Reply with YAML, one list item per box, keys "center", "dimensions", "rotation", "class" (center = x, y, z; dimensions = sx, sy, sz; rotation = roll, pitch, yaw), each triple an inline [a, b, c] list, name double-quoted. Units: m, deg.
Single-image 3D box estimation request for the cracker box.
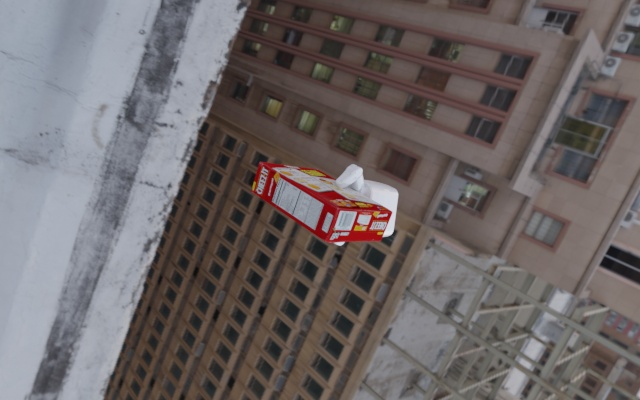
- center: [0.000, 0.003, 0.892]
  dimensions: [0.213, 0.072, 0.164]
  rotation: [31, 17, 38]
  class: "cracker box"
